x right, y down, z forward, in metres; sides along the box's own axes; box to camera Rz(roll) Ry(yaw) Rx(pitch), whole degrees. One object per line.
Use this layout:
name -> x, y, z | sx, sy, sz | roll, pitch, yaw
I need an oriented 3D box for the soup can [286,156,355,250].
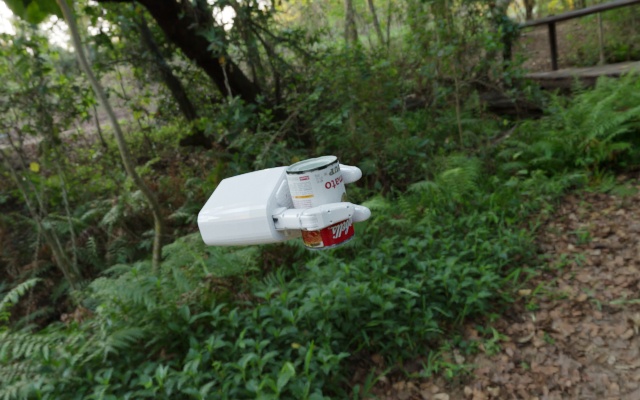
soup can -> 0.000, 0.002, 0.598 | 0.068, 0.102, 0.068 | -12, 15, 3
